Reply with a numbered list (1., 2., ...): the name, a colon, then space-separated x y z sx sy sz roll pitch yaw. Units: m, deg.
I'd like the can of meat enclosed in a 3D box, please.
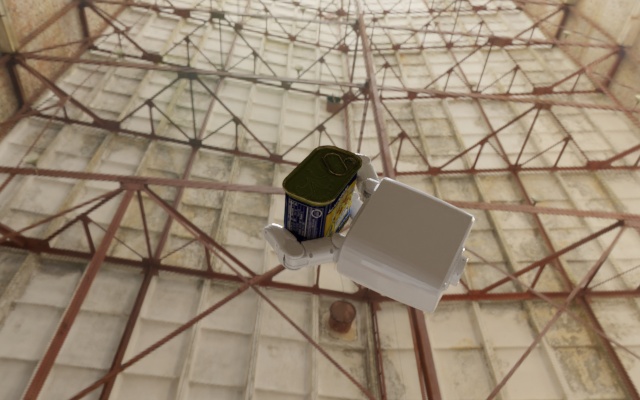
1. can of meat: 0.000 0.002 0.522 0.057 0.084 0.102 21 42 17
